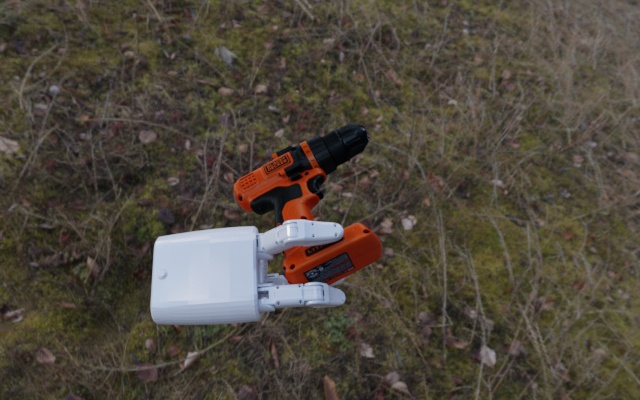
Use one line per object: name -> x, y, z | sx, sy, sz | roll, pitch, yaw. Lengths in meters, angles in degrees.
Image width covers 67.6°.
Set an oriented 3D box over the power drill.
power drill -> 0.000, 0.002, 0.558 | 0.184, 0.187, 0.057 | -29, -43, 2
